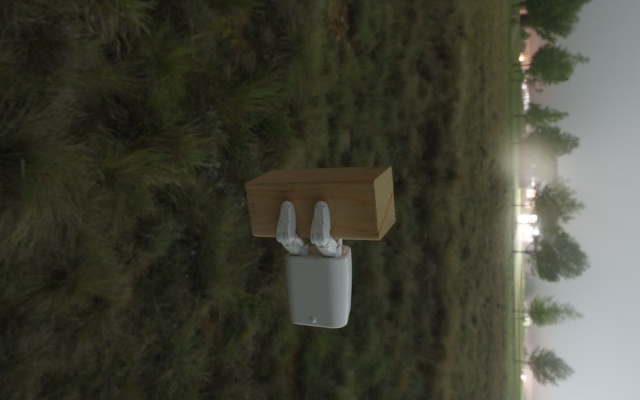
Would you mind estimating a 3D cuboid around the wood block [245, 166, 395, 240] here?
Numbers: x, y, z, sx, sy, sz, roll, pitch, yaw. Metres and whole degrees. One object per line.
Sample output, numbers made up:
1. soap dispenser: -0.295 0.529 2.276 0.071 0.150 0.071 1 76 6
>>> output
1. wood block: 0.000 0.003 0.730 0.206 0.090 0.090 0 16 24
